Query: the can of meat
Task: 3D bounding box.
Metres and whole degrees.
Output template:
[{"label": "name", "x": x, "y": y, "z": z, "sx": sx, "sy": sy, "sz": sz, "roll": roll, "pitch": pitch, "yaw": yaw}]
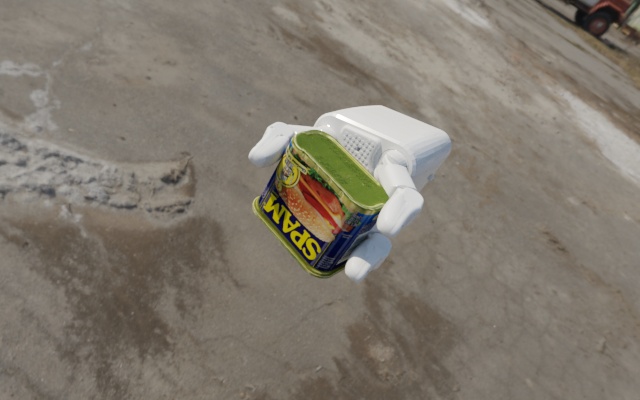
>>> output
[{"label": "can of meat", "x": 0.000, "y": 0.001, "z": 0.414, "sx": 0.102, "sy": 0.084, "sz": 0.057, "roll": 47, "pitch": 36, "yaw": 19}]
